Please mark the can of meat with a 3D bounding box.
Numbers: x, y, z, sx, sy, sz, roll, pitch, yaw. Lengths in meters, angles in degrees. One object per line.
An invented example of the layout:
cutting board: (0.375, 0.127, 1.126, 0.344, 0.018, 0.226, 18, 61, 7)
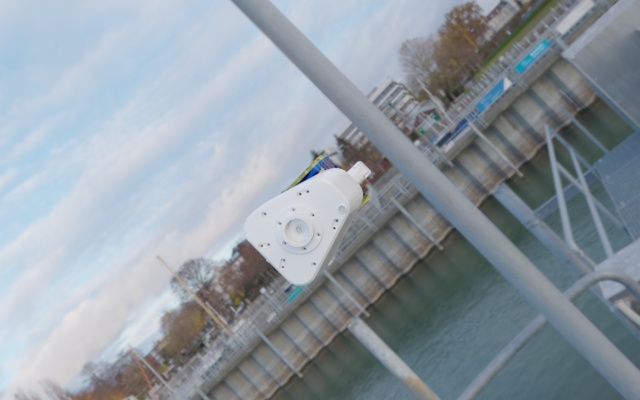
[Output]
can of meat: (0.000, 0.002, 0.629, 0.102, 0.084, 0.057, -45, -1, 16)
